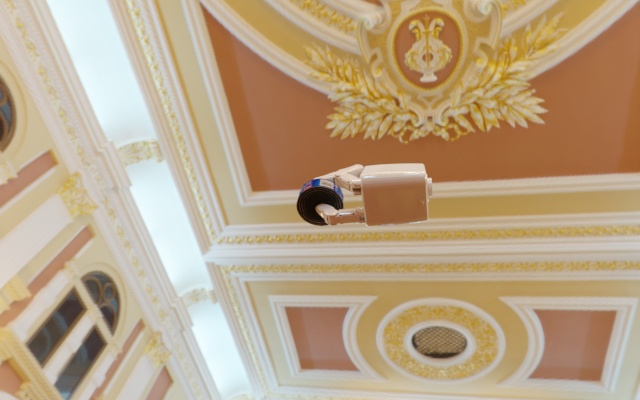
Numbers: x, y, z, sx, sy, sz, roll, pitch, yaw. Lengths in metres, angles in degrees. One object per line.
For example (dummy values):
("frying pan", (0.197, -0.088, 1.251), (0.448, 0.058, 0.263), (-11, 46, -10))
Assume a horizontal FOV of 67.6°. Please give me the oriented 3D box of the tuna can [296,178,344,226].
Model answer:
("tuna can", (0.000, 0.003, 0.877), (0.086, 0.086, 0.033), (0, 33, 5))
